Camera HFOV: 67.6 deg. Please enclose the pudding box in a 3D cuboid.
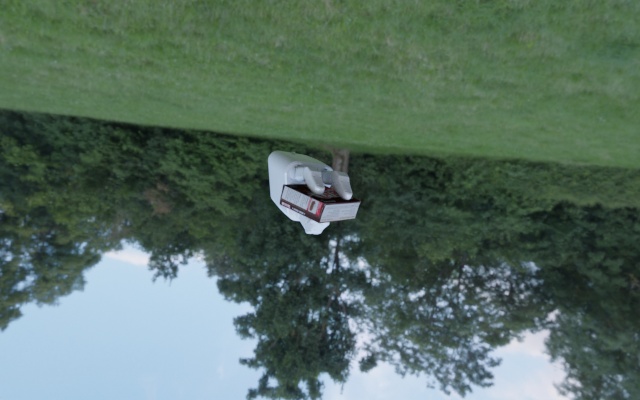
[{"bbox_3d":[0.000,0.003,0.801,0.090,0.039,0.113,23,17,31],"label":"pudding box"}]
